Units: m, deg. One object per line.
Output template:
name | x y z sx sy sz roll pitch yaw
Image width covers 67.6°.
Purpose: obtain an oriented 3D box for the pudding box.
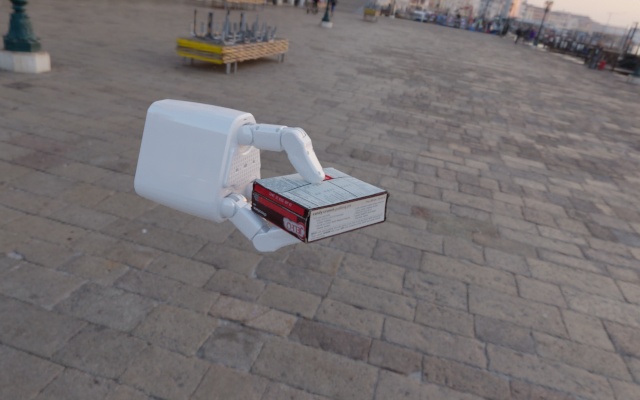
pudding box | 0.000 0.001 0.485 0.113 0.039 0.090 -14 29 -39
